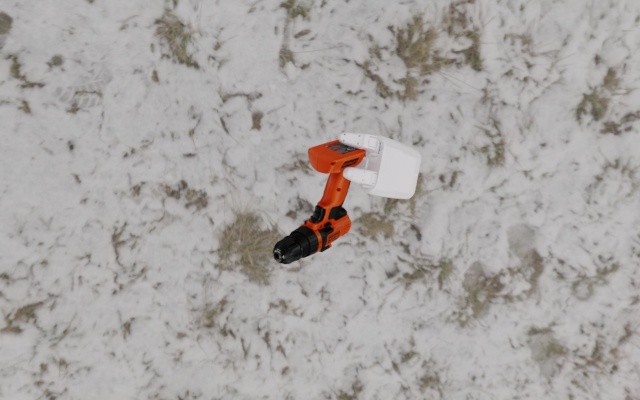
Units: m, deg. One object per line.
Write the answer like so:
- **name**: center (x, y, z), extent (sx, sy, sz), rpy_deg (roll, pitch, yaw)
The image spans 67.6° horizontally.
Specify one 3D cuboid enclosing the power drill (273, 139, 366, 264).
- **power drill**: center (0.000, 0.002, 0.772), extent (0.057, 0.188, 0.184), rpy_deg (29, 32, 25)
